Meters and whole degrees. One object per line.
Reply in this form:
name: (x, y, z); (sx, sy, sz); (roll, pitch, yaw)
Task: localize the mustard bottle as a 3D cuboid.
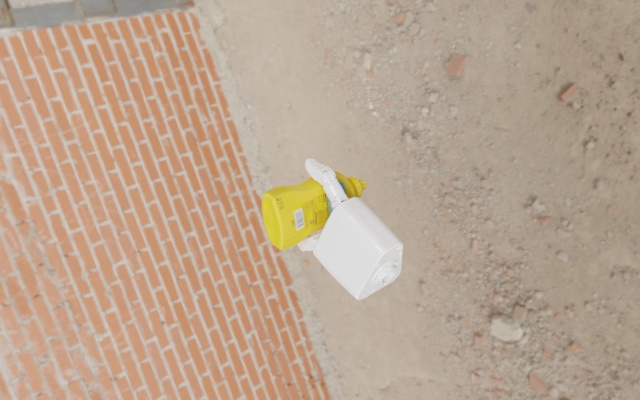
mustard bottle: (0.000, 0.002, 0.778); (0.191, 0.096, 0.058); (-23, 28, -31)
